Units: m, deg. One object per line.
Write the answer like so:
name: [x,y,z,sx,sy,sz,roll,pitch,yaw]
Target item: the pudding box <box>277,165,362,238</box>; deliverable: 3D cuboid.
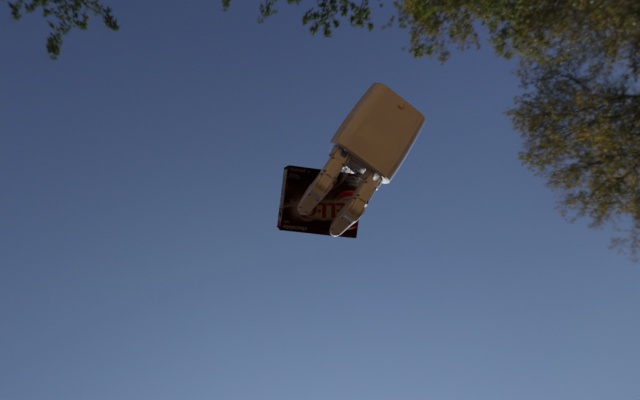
pudding box: [0.000,0.002,0.668,0.113,0.090,0.039,7,0,-12]
